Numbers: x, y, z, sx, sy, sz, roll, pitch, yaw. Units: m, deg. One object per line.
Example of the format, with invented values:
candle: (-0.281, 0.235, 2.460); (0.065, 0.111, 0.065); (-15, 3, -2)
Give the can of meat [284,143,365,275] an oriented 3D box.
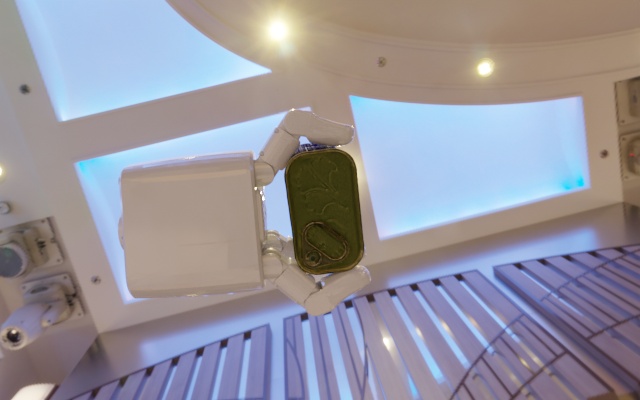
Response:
can of meat: (0.000, 0.001, 0.417); (0.057, 0.102, 0.084); (-8, 14, -4)
